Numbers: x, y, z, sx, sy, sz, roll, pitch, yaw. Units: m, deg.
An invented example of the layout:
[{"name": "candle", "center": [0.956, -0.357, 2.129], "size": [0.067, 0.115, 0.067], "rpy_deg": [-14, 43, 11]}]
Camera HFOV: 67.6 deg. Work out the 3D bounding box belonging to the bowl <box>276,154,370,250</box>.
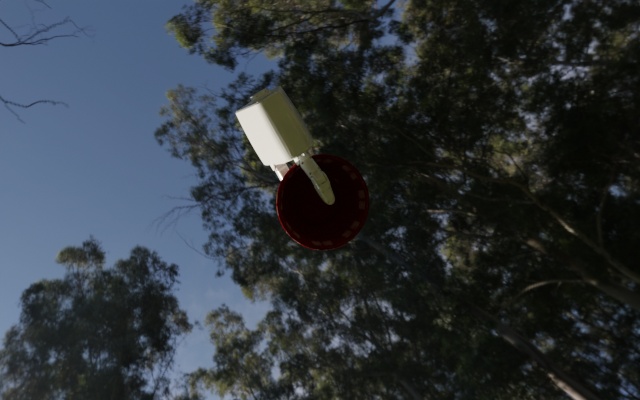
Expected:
[{"name": "bowl", "center": [0.000, 0.004, 0.824], "size": [0.162, 0.162, 0.055], "rpy_deg": [0, 0, -14]}]
